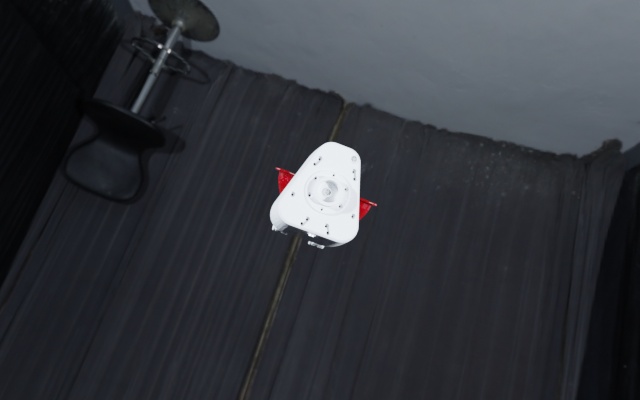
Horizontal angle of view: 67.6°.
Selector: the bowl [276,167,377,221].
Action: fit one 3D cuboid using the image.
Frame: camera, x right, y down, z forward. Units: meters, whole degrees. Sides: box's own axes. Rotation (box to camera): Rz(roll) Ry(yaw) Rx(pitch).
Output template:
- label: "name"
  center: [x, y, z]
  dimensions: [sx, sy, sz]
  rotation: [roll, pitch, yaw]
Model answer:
- label: "bowl"
  center: [0.000, 0.003, 0.723]
  dimensions: [0.162, 0.055, 0.162]
  rotation: [20, 2, -1]
